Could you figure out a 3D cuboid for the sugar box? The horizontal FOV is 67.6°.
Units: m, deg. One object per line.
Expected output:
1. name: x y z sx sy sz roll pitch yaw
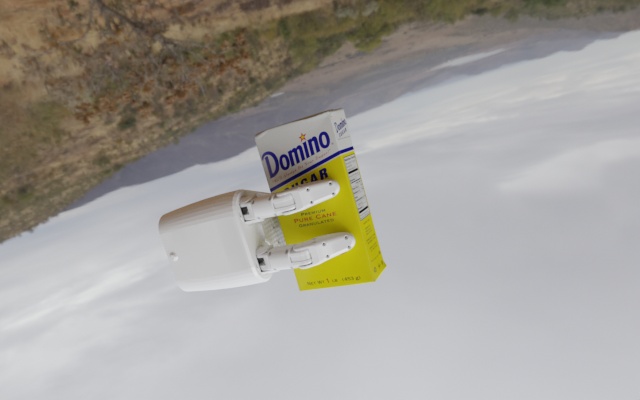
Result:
1. sugar box: 0.000 0.002 0.498 0.093 0.176 0.048 -13 10 27
